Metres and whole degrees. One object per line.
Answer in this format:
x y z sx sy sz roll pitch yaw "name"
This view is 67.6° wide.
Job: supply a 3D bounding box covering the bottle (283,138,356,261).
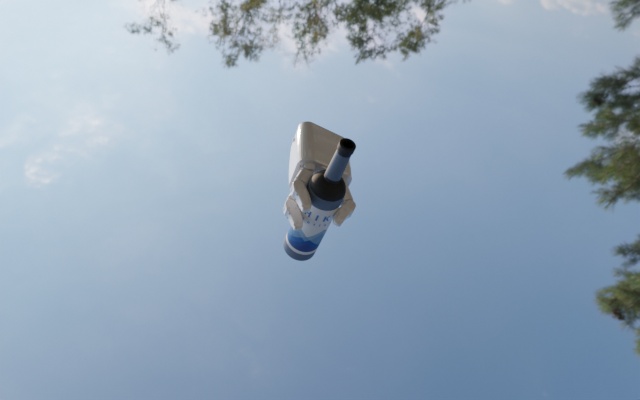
0.000 0.003 0.844 0.069 0.069 0.296 0 -38 -21 "bottle"
